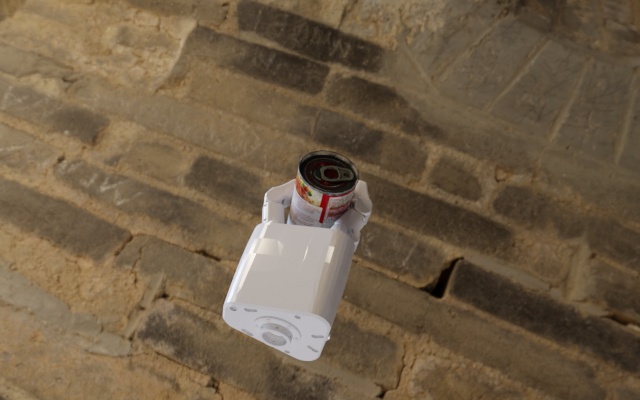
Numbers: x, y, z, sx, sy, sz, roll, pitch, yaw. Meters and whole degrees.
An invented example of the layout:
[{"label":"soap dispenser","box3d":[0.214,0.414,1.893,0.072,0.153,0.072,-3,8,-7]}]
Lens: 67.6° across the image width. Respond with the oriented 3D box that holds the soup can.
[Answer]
[{"label":"soup can","box3d":[0.000,0.002,0.557,0.068,0.068,0.102,0,-42,-14]}]
